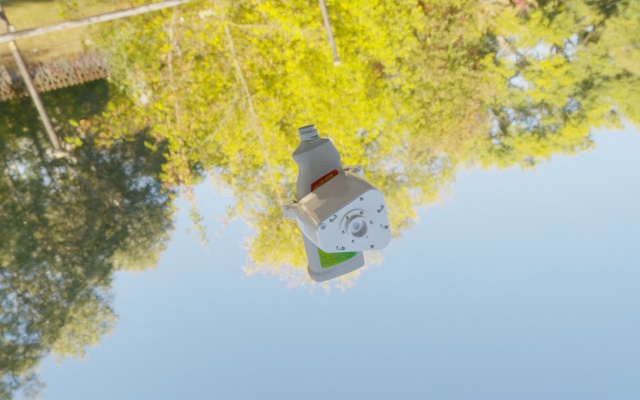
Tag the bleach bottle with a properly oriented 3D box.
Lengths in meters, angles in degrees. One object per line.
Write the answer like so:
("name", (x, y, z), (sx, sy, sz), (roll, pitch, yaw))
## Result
("bleach bottle", (0.000, 0.003, 0.784), (0.102, 0.251, 0.068), (-18, 19, -10))
